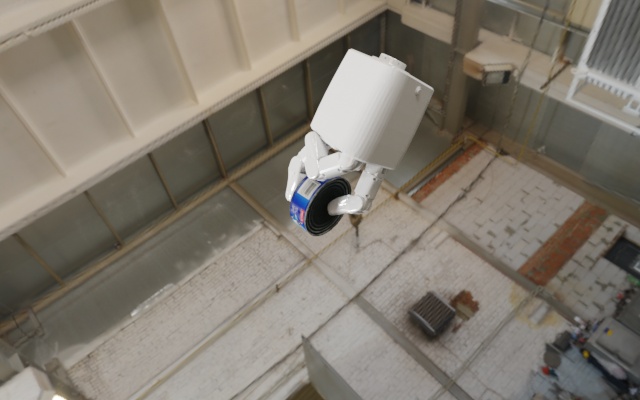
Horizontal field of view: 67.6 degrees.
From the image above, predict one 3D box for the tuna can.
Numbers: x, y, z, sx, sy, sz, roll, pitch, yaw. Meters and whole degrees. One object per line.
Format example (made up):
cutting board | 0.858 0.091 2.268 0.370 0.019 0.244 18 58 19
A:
tuna can | 0.000 0.002 0.631 0.033 0.086 0.086 33 19 33
